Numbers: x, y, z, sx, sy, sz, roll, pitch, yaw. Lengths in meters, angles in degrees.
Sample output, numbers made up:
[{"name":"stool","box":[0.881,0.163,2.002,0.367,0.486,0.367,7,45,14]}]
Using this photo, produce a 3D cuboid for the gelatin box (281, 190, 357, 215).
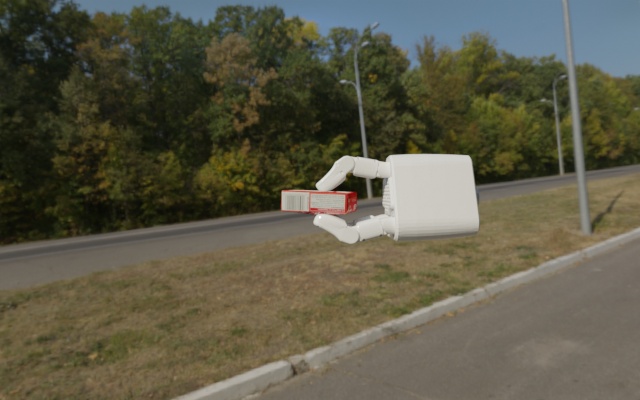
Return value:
[{"name":"gelatin box","box":[0.000,0.002,0.635,0.089,0.030,0.073,3,2,12]}]
